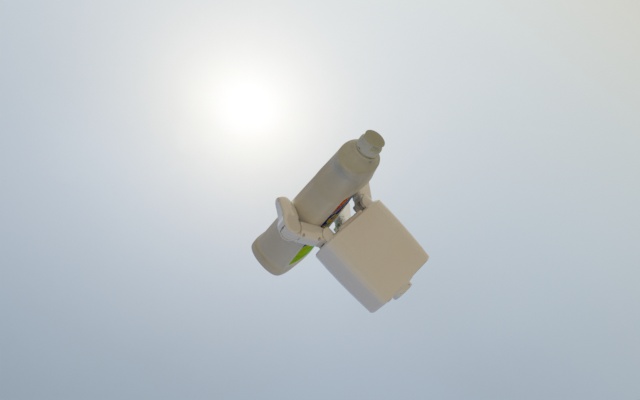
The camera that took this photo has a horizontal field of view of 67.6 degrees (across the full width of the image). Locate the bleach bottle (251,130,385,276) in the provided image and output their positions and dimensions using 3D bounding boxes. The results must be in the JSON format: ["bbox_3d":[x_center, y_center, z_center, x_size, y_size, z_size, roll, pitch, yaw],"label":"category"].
[{"bbox_3d":[0.000,0.002,0.637,0.102,0.068,0.251,-33,-13,-46],"label":"bleach bottle"}]
